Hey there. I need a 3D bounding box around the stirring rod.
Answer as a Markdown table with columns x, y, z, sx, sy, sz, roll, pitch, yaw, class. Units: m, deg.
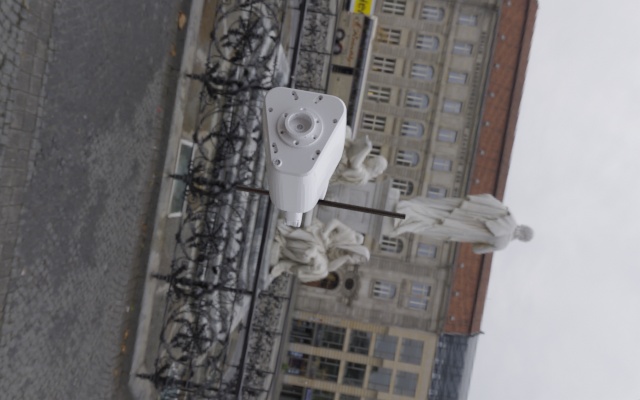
| x | y | z | sx | sy | sz | roll | pitch | yaw | class |
| --- | --- | --- | --- | --- | --- | --- | --- | --- | --- |
| 0.000 | 0.002 | 0.671 | 0.239 | 0.011 | 0.011 | 10 | 0 | 1 | stirring rod |
